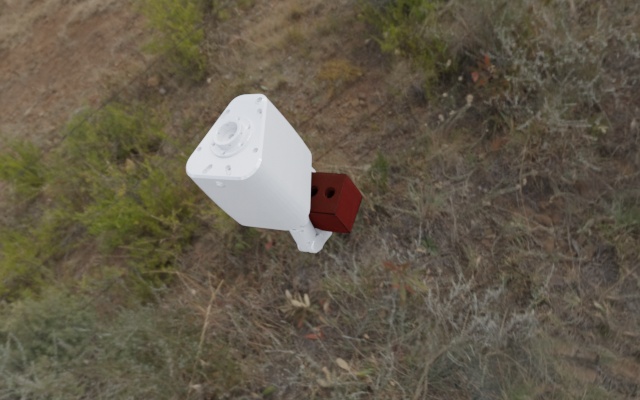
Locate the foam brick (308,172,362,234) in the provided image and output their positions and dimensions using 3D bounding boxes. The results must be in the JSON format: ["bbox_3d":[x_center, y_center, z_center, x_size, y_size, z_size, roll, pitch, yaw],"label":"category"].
[{"bbox_3d":[0.000,0.002,0.562,0.078,0.053,0.051,5,-28,28],"label":"foam brick"}]
